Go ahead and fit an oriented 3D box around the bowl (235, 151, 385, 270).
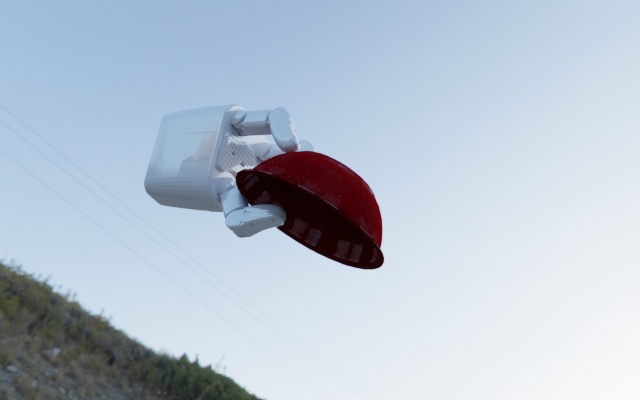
[{"bbox_3d":[0.001,0.002,0.461,0.162,0.055,0.162,28,-20,11],"label":"bowl"}]
